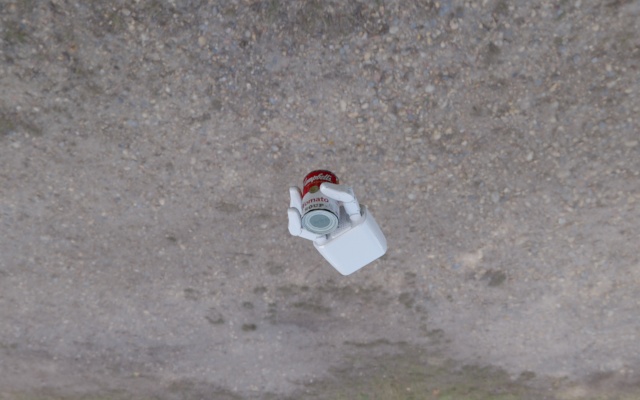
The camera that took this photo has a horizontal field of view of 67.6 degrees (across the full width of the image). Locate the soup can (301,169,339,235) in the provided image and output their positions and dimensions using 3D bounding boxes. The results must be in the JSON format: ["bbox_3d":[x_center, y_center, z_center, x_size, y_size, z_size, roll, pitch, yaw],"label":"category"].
[{"bbox_3d":[0.000,0.003,0.860,0.068,0.102,0.069,1,-44,1],"label":"soup can"}]
